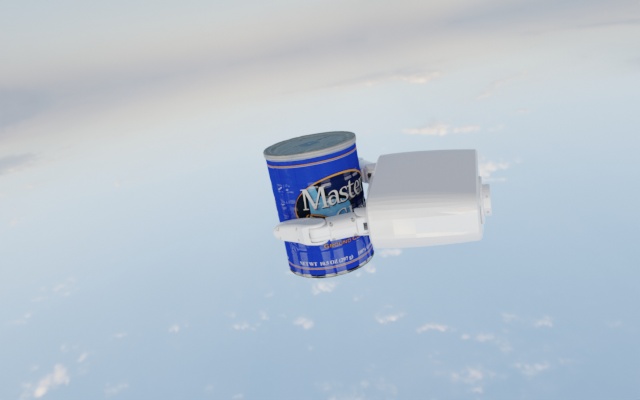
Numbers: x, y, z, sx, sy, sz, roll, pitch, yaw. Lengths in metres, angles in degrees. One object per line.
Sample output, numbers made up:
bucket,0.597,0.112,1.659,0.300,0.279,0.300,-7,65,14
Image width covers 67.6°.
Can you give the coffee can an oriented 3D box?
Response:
coffee can,0.000,0.002,0.540,0.103,0.140,0.102,-10,18,3
